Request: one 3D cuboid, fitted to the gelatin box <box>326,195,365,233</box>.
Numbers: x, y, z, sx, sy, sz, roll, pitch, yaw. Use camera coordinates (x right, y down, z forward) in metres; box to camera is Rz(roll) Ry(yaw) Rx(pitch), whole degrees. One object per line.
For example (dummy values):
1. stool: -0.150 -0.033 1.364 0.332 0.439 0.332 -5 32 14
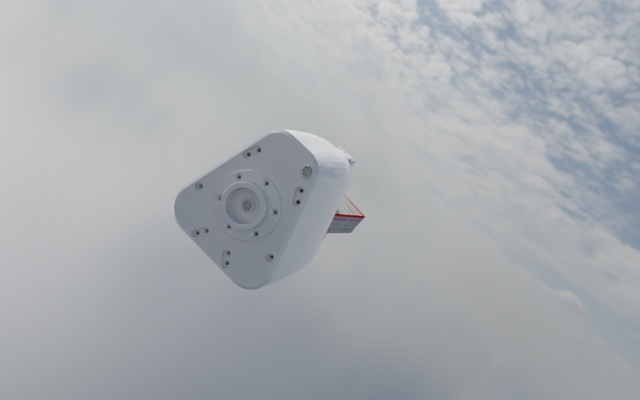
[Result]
1. gelatin box: 0.001 0.001 0.516 0.073 0.030 0.089 47 18 21
